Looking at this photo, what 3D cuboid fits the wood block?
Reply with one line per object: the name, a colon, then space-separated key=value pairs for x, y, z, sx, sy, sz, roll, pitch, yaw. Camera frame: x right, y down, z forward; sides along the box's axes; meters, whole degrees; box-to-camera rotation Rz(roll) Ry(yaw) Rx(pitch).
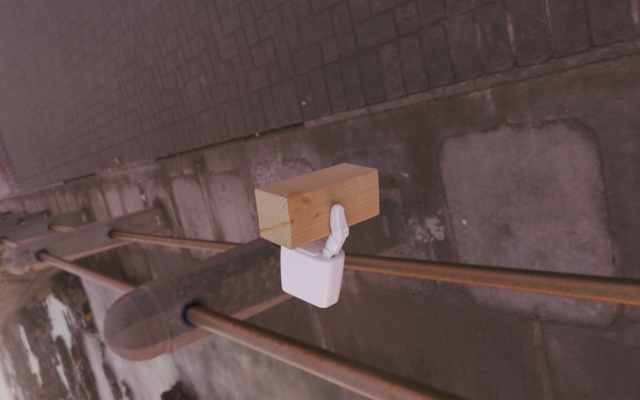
wood block: x=0.000 y=0.003 z=0.836 sx=0.206 sy=0.090 sz=0.091 roll=-19 pitch=24 yaw=-38
